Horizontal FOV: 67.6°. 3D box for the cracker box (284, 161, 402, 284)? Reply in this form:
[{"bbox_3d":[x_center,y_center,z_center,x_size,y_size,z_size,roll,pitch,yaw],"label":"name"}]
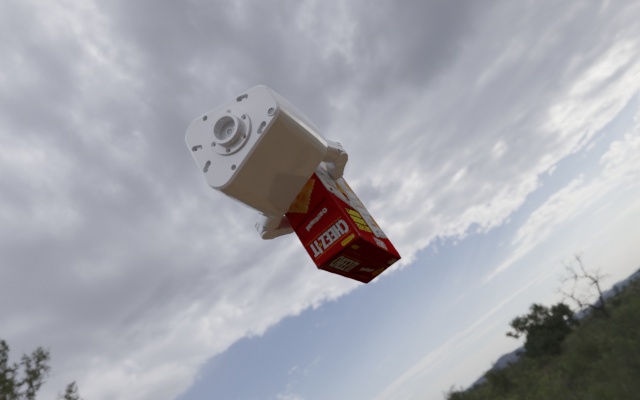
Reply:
[{"bbox_3d":[0.000,0.002,0.639,0.072,0.213,0.164,-40,-28,11],"label":"cracker box"}]
